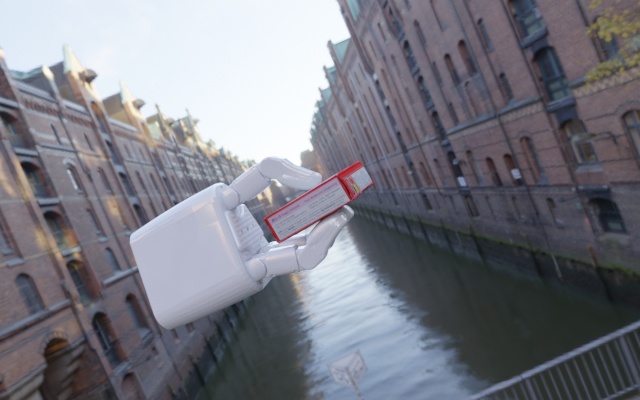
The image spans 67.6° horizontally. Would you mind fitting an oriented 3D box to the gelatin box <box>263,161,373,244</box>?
[{"bbox_3d":[0.000,0.001,0.454,0.089,0.030,0.073,-31,1,24],"label":"gelatin box"}]
